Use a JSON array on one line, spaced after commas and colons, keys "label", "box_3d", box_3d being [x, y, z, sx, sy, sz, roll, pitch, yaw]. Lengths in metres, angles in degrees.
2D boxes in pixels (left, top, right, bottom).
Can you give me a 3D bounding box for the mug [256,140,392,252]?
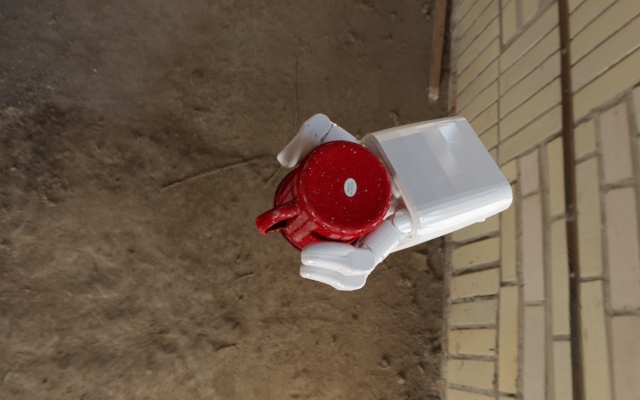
[{"label": "mug", "box_3d": [-0.001, 0.002, 0.413, 0.117, 0.093, 0.081, -16, -10, -19]}]
